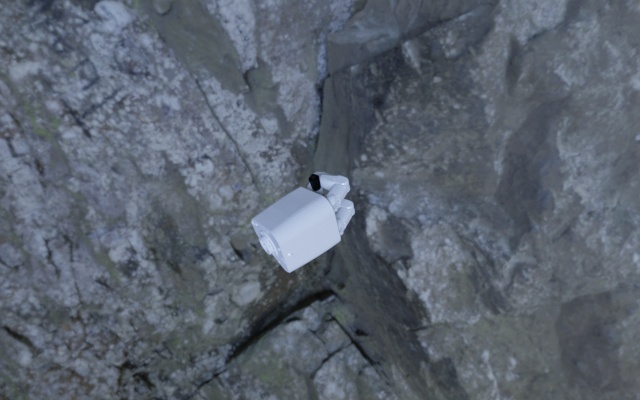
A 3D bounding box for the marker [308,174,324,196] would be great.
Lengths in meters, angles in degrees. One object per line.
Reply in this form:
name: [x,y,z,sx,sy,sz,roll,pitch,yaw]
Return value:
marker: [0.000,0.003,0.837,0.020,0.121,0.020,-9,40,8]
